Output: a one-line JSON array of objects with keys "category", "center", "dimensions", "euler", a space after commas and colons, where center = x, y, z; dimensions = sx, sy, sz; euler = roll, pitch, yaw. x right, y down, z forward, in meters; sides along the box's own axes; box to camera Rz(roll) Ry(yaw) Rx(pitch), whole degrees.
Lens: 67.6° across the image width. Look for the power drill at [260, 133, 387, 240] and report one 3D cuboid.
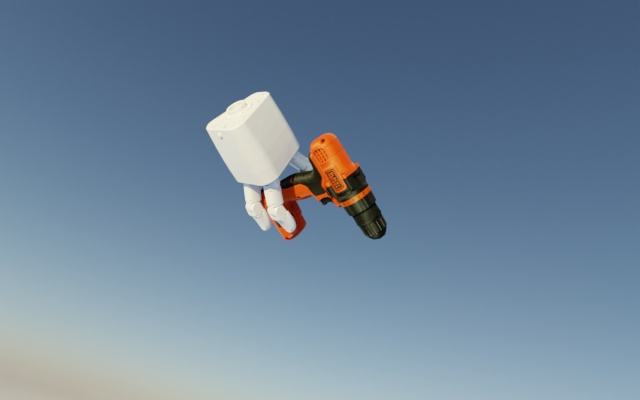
[{"category": "power drill", "center": [0.000, 0.003, 0.783], "dimensions": [0.188, 0.184, 0.057], "euler": [-25, 9, 38]}]
